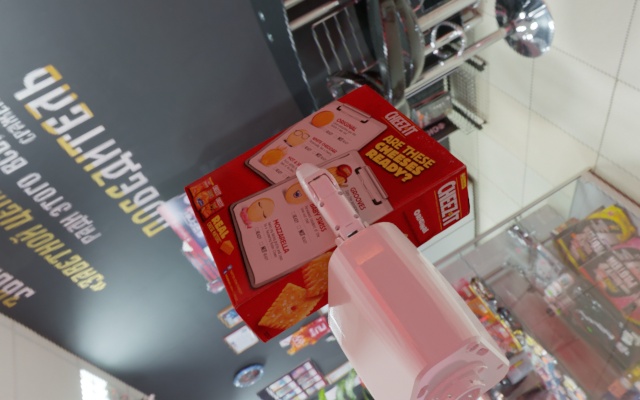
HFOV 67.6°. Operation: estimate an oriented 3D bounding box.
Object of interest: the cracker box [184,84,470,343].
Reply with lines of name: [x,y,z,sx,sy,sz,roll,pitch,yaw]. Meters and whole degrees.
cracker box: [0.000,0.001,0.442,0.213,0.072,0.164,-31,46,-7]
